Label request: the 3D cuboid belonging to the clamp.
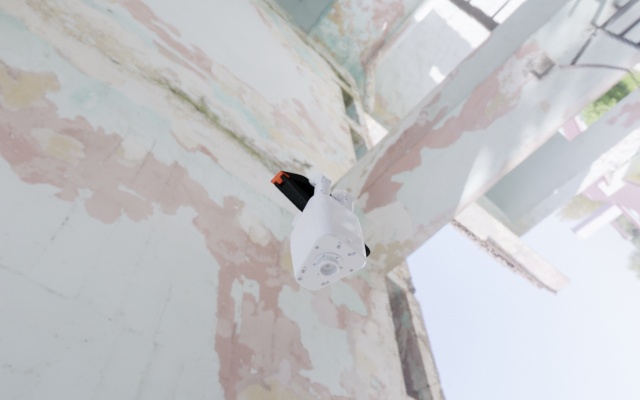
[{"bbox_3d":[-0.001,0.003,0.861,0.210,0.036,0.164,35,23,-25],"label":"clamp"}]
